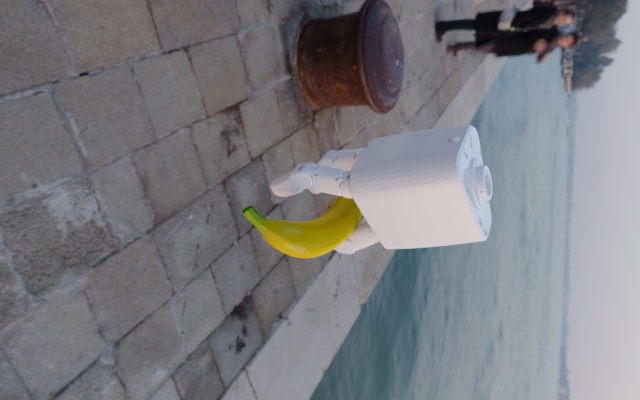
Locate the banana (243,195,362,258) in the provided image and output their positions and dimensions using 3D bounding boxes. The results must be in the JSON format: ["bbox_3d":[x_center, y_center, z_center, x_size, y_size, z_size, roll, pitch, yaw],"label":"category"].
[{"bbox_3d":[0.003,0.020,0.513,0.037,0.069,0.198,-16,0,36],"label":"banana"}]
